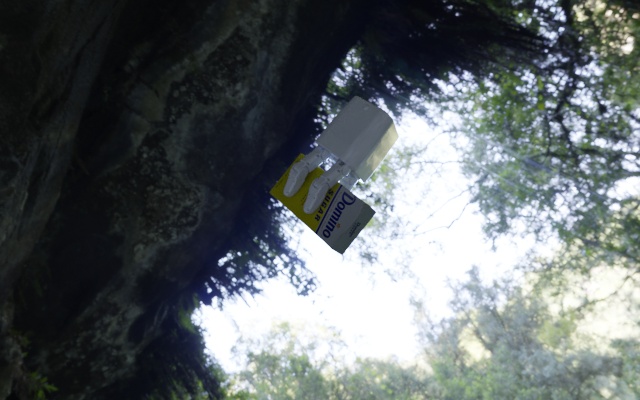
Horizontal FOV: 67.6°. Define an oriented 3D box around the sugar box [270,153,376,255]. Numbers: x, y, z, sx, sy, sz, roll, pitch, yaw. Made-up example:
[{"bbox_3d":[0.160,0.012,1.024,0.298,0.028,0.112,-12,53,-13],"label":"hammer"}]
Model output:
[{"bbox_3d":[0.000,0.002,0.807,0.176,0.093,0.048,39,2,38],"label":"sugar box"}]
